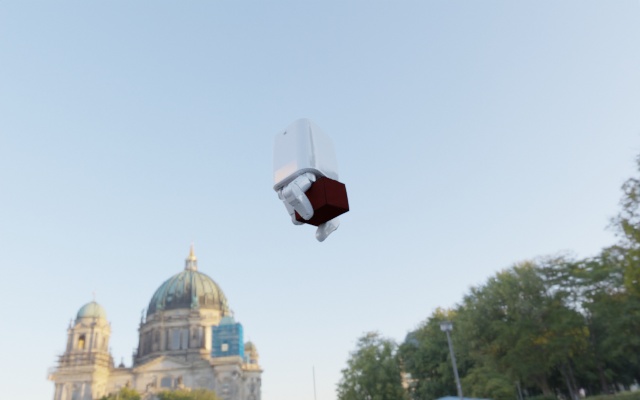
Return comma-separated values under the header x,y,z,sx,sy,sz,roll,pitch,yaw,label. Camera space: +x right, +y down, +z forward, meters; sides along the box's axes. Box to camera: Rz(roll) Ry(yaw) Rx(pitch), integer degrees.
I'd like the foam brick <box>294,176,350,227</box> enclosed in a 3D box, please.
x,y,z,sx,sy,sz,roll,pitch,yaw,label
0.000,0.003,0.778,0.053,0.051,0.078,19,-35,-40,foam brick
